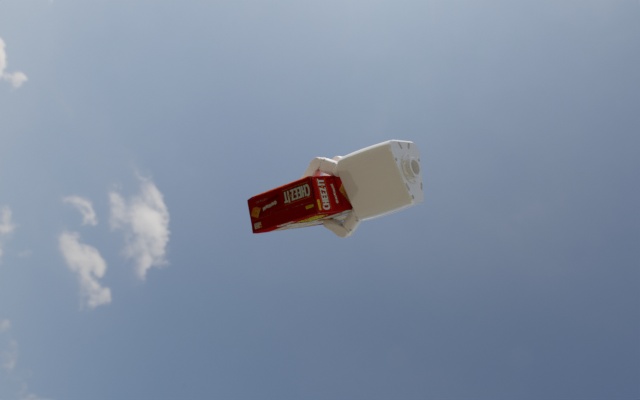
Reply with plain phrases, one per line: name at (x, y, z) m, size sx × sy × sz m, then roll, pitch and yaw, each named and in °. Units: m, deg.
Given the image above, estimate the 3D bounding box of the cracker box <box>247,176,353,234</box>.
cracker box at (0.000, 0.003, 0.876) m, size 0.164 × 0.072 × 0.213 m, roll -19°, pitch -10°, yaw 39°
